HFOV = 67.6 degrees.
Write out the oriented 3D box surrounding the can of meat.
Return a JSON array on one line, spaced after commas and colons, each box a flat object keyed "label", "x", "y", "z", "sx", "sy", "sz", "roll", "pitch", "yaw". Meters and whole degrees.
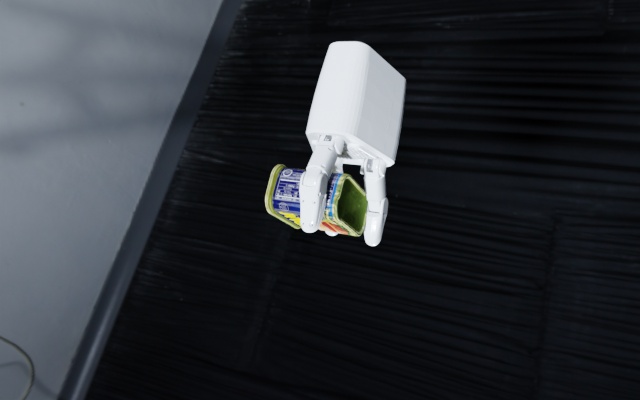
[{"label": "can of meat", "x": 0.000, "y": 0.002, "z": 0.540, "sx": 0.084, "sy": 0.057, "sz": 0.102, "roll": 7, "pitch": -14, "yaw": 25}]
